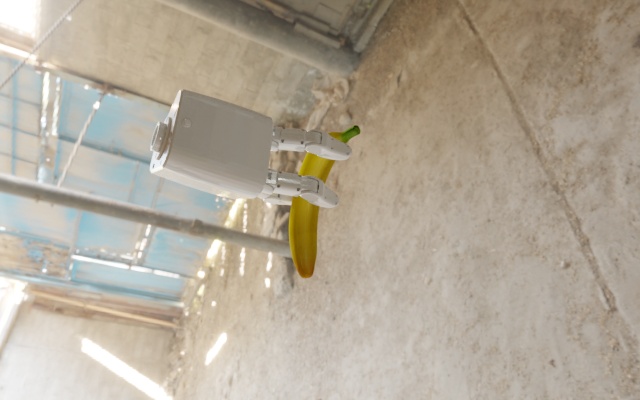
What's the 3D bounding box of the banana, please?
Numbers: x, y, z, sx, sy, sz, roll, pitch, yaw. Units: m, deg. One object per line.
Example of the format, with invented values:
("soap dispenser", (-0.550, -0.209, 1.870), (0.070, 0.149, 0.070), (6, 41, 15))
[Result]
("banana", (-0.009, -0.004, 0.602), (0.037, 0.198, 0.069), (17, 0, -33))
